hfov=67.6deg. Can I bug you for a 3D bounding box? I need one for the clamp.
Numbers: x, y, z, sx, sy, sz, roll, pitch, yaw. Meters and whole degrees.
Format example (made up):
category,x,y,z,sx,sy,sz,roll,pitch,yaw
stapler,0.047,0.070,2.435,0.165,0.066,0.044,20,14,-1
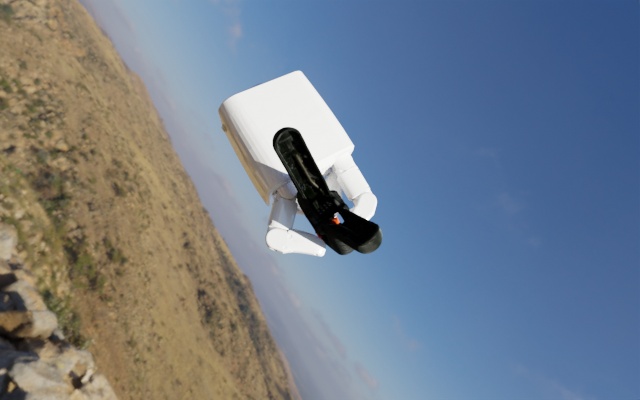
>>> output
category,x,y,z,sx,sy,sz,roll,pitch,yaw
clamp,0.001,0.001,0.431,0.039,0.120,0.171,-31,-6,-10
